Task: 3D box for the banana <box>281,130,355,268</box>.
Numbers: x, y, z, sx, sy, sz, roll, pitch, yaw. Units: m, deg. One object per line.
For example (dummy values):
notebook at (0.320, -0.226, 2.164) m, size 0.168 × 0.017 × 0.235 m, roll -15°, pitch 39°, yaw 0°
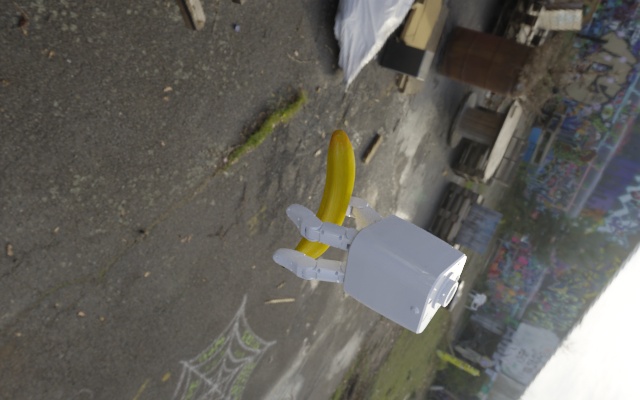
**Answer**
banana at (0.010, 0.004, 0.621) m, size 0.037 × 0.198 × 0.069 m, roll 32°, pitch 20°, yaw 30°
